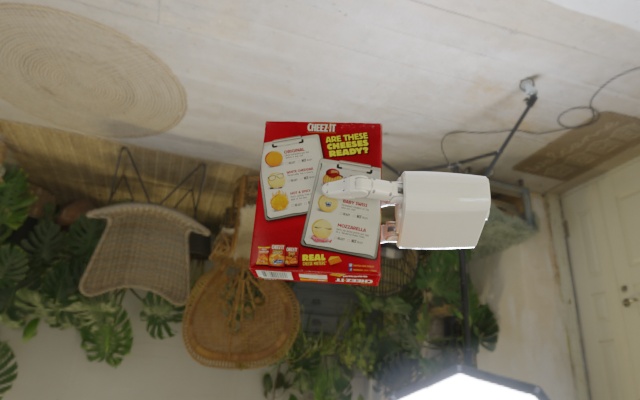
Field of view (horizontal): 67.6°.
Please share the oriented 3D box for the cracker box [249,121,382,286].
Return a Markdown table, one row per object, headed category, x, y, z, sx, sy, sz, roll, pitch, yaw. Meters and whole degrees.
| category | x | y | z | sx | sy | sz | roll | pitch | yaw |
| --- | --- | --- | --- | --- | --- | --- | --- | --- | --- |
| cracker box | 0.000 | 0.002 | 0.646 | 0.164 | 0.213 | 0.072 | 2 | -23 | 3 |
